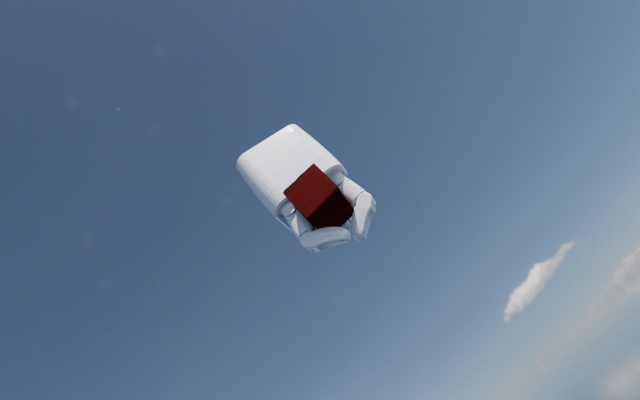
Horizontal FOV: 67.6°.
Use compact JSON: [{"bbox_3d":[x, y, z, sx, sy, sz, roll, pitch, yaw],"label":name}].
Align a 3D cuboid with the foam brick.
[{"bbox_3d":[0.000,0.002,0.583,0.051,0.053,0.078,47,-1,29],"label":"foam brick"}]
